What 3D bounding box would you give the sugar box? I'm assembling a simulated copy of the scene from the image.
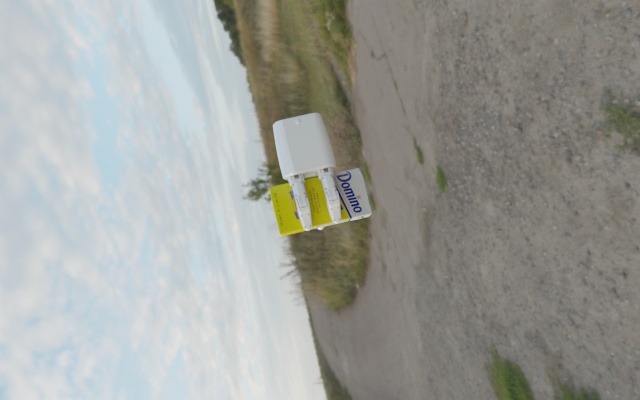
[{"bbox_3d":[0.000,0.003,0.893,0.176,0.093,0.048,-14,-9,-4],"label":"sugar box"}]
